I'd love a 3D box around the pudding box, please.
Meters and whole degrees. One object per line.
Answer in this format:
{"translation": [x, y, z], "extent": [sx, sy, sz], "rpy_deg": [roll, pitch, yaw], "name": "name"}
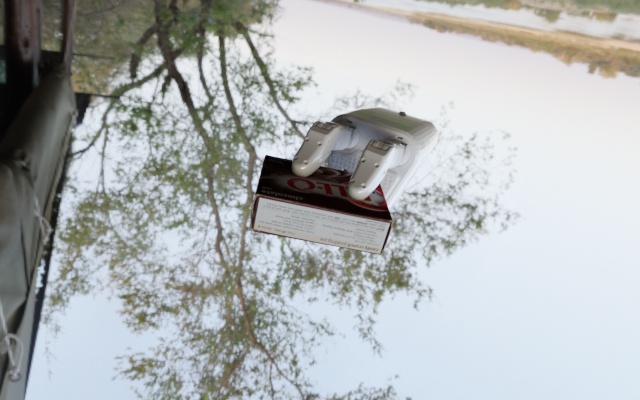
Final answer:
{"translation": [0.000, 0.001, 0.414], "extent": [0.113, 0.039, 0.090], "rpy_deg": [9, 24, -6], "name": "pudding box"}
